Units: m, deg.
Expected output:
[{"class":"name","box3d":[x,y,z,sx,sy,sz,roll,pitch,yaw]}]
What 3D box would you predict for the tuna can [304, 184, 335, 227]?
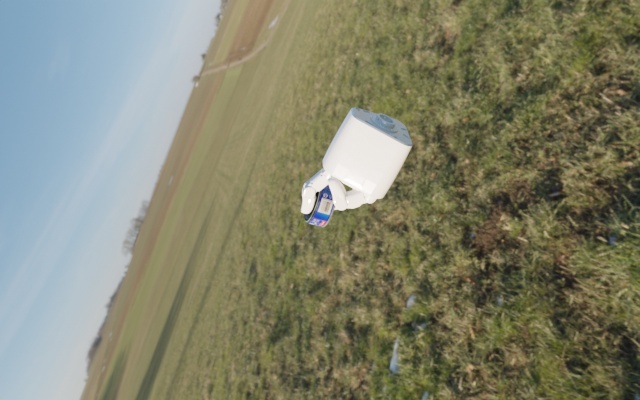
[{"class":"tuna can","box3d":[0.000,0.003,0.857,0.034,0.086,0.086,16,-4,-15]}]
